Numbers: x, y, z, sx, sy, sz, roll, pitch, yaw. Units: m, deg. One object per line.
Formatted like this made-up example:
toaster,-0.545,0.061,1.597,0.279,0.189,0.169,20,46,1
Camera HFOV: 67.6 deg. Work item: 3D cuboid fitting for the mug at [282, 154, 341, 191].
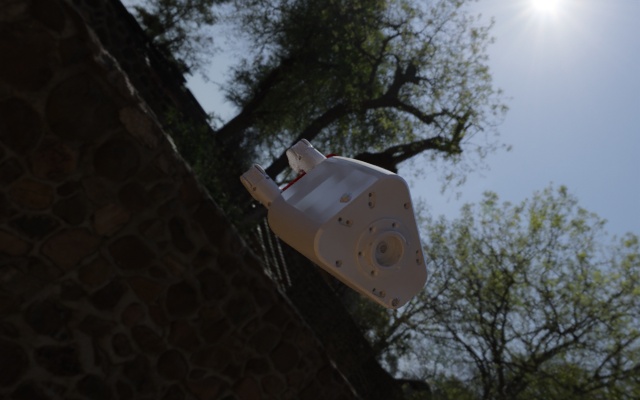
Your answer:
mug,0.000,0.001,0.525,0.081,0.093,0.117,-38,23,-12
